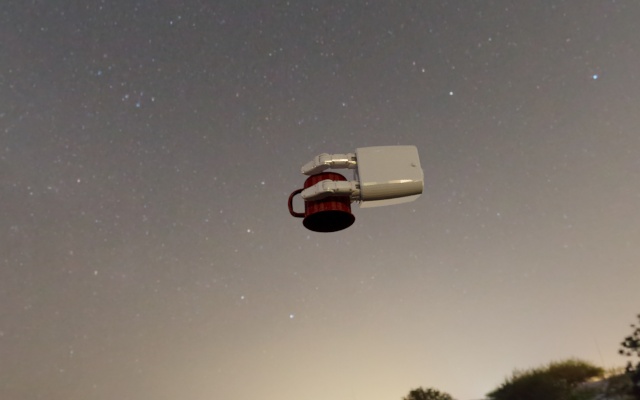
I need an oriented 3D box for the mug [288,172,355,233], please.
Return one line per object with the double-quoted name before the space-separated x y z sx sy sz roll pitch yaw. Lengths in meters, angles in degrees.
"mug" -0.001 0.003 0.852 0.117 0.081 0.093 -4 -28 -1
